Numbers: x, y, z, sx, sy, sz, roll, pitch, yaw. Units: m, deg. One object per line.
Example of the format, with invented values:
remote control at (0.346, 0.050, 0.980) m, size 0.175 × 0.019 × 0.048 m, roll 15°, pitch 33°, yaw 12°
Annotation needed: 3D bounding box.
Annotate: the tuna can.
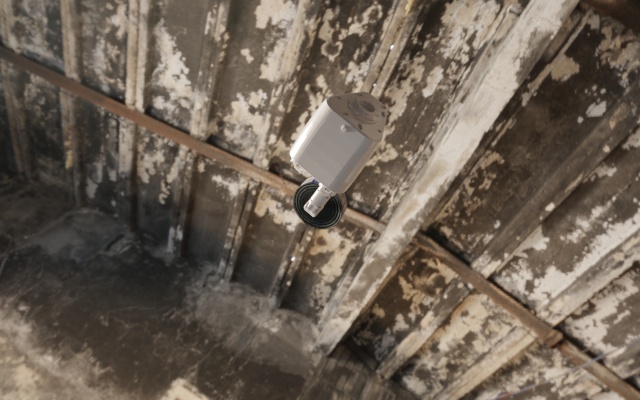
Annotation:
tuna can at (0.000, 0.002, 0.780) m, size 0.086 × 0.086 × 0.033 m, roll 0°, pitch 27°, yaw 25°
